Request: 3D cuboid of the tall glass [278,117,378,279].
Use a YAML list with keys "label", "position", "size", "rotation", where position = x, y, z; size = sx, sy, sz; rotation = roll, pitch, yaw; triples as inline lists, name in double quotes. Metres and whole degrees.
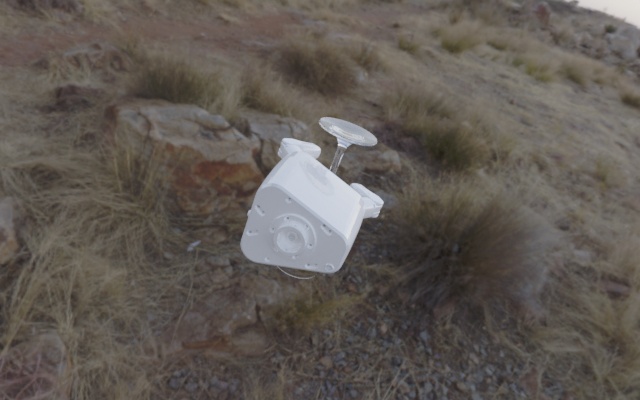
- label: "tall glass"
  position: [0.000, 0.001, 0.605]
  size: [0.079, 0.201, 0.079]
  rotation: [17, 25, -8]
